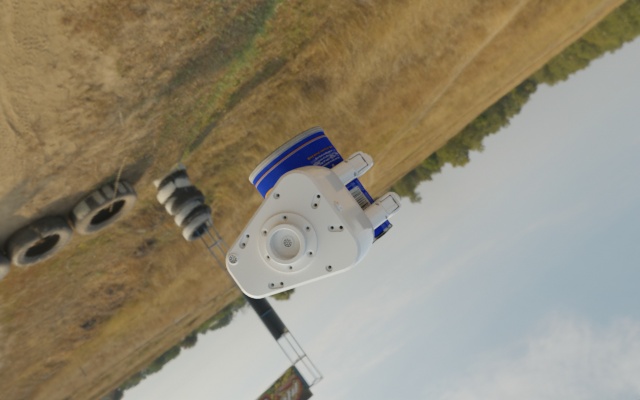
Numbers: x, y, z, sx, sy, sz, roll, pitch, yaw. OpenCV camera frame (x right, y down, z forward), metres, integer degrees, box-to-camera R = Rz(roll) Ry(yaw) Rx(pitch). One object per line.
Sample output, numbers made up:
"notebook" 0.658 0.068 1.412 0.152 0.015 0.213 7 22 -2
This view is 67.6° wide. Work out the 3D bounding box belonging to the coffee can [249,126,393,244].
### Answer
"coffee can" 0.000 0.002 0.547 0.103 0.140 0.103 -36 -3 -2
